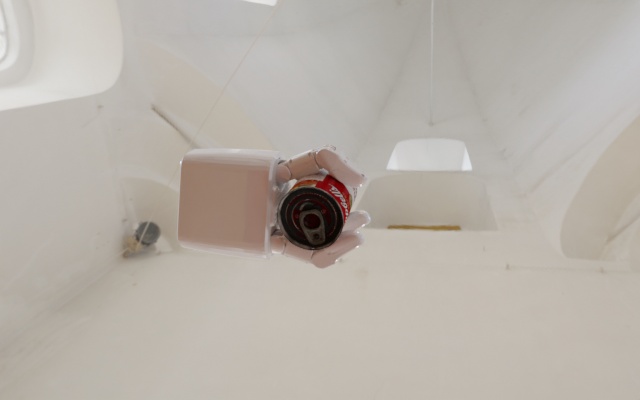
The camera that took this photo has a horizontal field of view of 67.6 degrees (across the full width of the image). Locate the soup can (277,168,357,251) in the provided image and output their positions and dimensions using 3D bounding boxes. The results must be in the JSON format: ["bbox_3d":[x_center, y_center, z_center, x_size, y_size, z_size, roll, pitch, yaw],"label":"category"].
[{"bbox_3d":[0.001,0.002,0.514,0.068,0.068,0.102,0,20,13],"label":"soup can"}]
